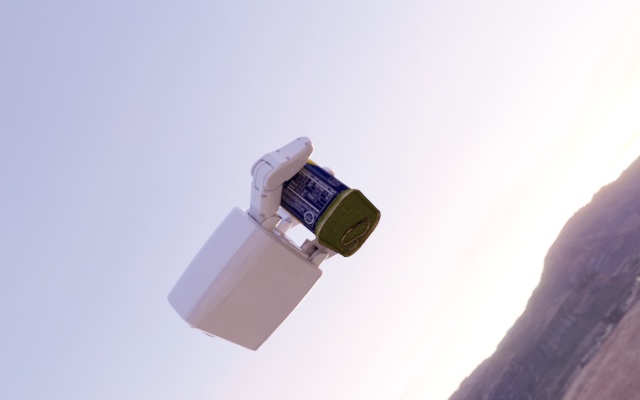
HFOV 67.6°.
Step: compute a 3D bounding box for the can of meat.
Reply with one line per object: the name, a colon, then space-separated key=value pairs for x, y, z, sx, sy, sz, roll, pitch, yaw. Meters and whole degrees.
can of meat: x=0.000 y=0.001 z=0.454 sx=0.084 sy=0.057 sz=0.102 roll=38 pitch=0 yaw=28
